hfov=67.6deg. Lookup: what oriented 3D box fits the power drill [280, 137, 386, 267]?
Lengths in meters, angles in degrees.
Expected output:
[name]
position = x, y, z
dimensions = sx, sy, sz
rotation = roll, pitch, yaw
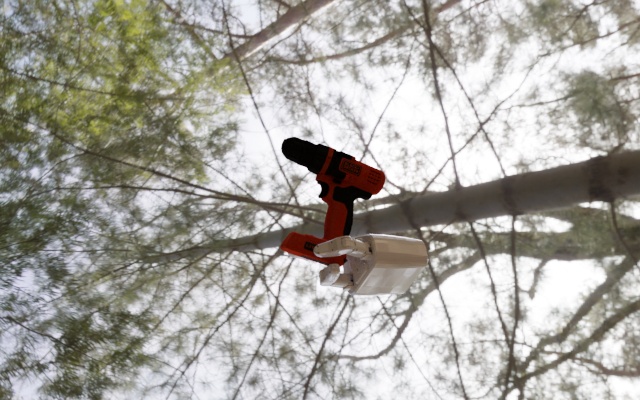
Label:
[power drill]
position = 0.000, 0.003, 0.777
dimensions = 0.184, 0.187, 0.057
rotation = 21, -12, -8
